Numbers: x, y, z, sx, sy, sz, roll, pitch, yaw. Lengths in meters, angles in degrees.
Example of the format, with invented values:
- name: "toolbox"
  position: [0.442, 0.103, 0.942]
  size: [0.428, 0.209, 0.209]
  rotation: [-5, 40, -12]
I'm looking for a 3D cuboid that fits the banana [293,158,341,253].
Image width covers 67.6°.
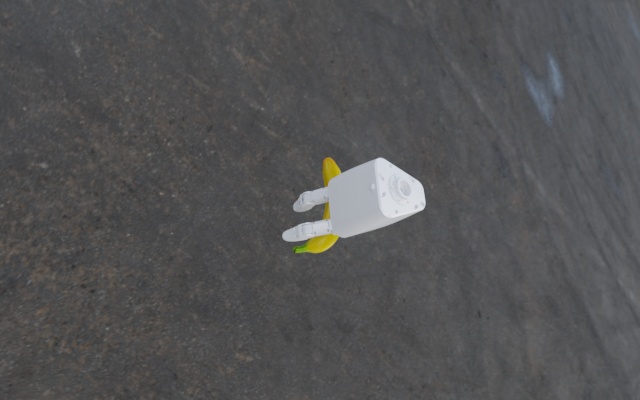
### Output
- name: "banana"
  position: [0.014, 0.015, 0.832]
  size: [0.070, 0.197, 0.037]
  rotation: [32, -34, -22]
